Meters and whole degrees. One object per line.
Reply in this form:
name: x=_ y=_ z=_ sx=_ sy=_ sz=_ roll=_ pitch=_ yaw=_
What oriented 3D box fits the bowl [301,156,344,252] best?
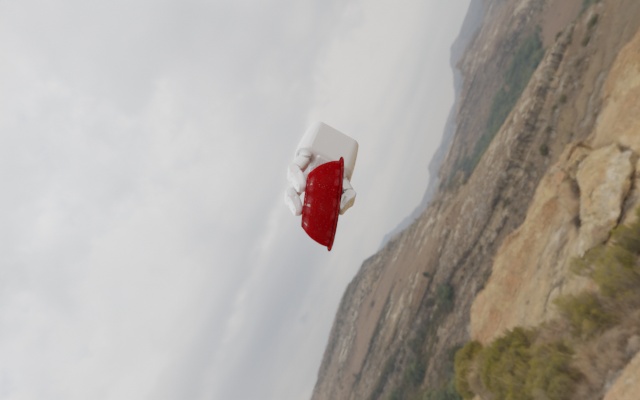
bowl: x=0.000 y=0.003 z=0.801 sx=0.055 sy=0.162 sz=0.162 roll=8 pitch=-1 yaw=-4
